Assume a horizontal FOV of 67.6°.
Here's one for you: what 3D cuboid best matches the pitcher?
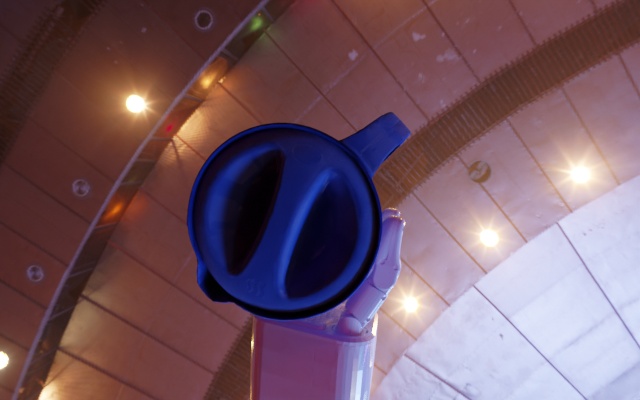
[{"bbox_3d":[0.000,0.002,0.427,0.149,0.145,0.243,3,4,9],"label":"pitcher"}]
